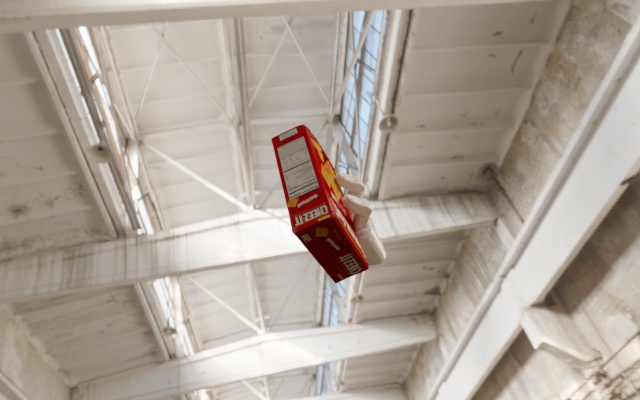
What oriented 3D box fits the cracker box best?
[{"bbox_3d":[0.000,0.003,0.786,0.072,0.213,0.164,-25,-42,9],"label":"cracker box"}]
